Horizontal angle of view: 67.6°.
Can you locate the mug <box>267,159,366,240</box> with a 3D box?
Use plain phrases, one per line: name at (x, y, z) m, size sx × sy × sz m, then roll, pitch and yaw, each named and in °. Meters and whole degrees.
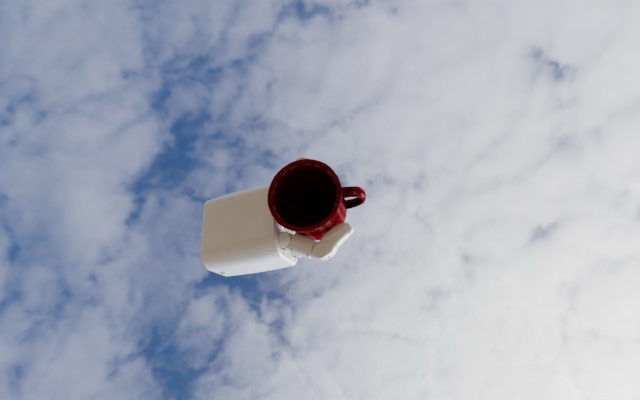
mug at (0.002, 0.002, 0.612) m, size 0.117 × 0.093 × 0.081 m, roll -11°, pitch -19°, yaw 9°
